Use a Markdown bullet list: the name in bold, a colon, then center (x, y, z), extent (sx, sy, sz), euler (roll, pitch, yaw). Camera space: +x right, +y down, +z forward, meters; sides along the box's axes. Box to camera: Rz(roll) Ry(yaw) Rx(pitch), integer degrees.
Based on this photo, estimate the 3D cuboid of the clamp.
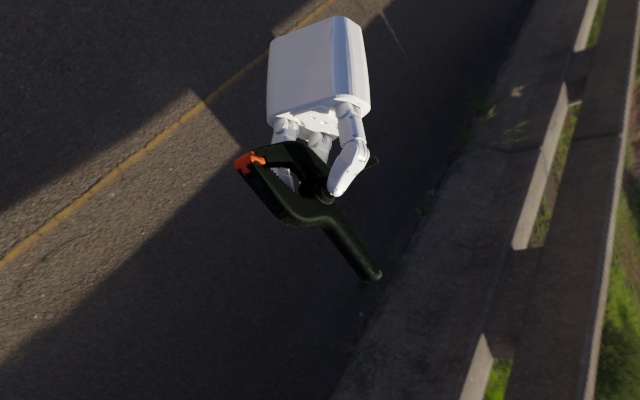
- **clamp**: center (0.000, 0.001, 0.518), extent (0.036, 0.164, 0.210), euler (-22, -26, 40)
